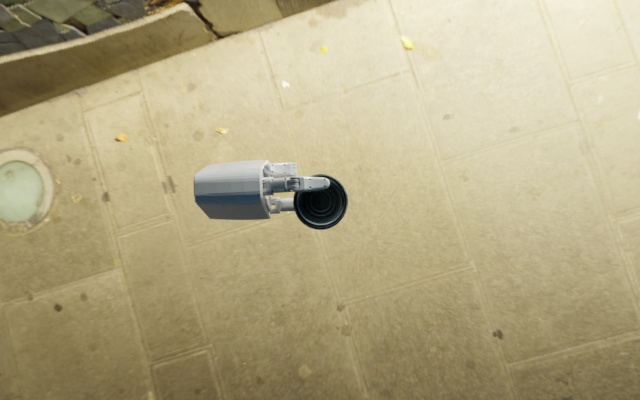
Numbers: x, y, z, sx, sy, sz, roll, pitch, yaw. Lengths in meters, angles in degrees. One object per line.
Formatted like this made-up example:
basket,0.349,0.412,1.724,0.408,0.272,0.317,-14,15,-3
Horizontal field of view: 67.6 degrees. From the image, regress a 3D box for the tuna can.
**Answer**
tuna can,0.000,0.002,0.741,0.086,0.086,0.034,0,-5,-1
